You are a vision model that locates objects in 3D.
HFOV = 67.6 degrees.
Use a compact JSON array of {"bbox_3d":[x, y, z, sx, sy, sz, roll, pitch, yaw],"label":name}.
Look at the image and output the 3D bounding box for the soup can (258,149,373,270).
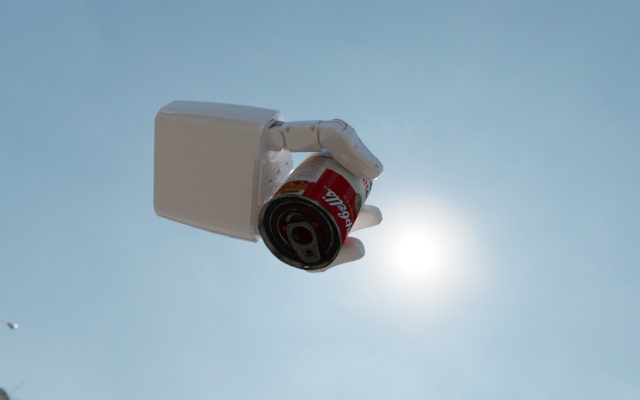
[{"bbox_3d":[0.001,0.001,0.401,0.068,0.068,0.102,0,29,23],"label":"soup can"}]
